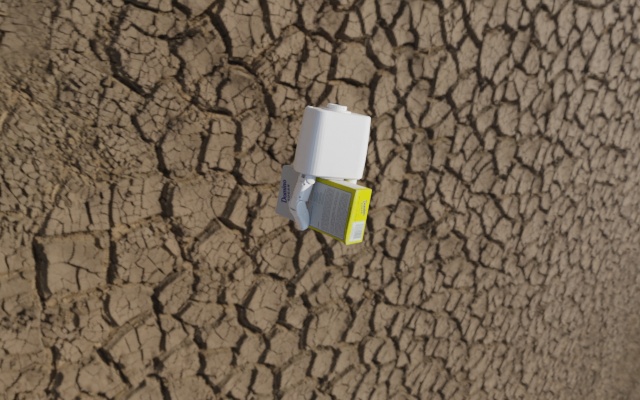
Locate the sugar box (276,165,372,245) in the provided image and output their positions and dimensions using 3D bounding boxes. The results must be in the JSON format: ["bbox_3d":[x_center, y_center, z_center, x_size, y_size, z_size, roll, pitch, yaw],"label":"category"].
[{"bbox_3d":[0.001,0.003,0.814,0.048,0.093,0.176,-2,18,-44],"label":"sugar box"}]
